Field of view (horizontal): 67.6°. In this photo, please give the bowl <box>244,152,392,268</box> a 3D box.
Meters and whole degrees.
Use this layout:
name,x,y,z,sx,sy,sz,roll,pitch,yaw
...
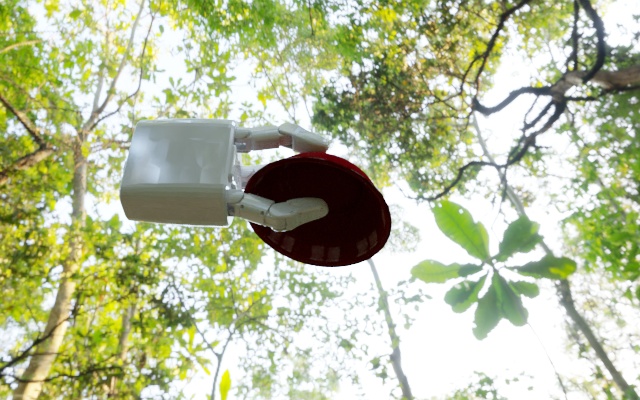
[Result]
name,x,y,z,sx,sy,sz,roll,pitch,yaw
bowl,0.001,0.002,0.524,0.162,0.162,0.055,0,42,16
